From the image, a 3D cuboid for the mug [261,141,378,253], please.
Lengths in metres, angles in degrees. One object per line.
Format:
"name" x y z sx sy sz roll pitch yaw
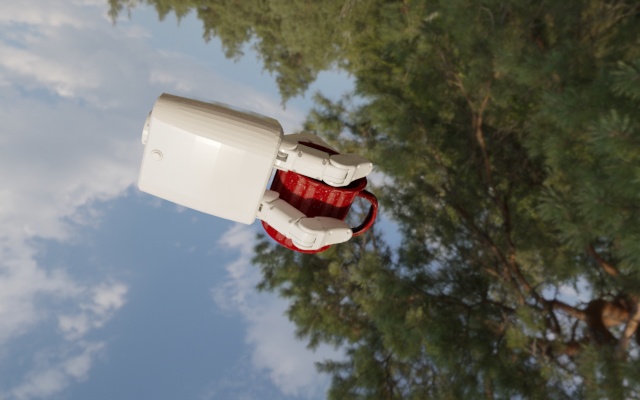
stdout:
"mug" 0.001 0.002 0.483 0.117 0.081 0.093 17 28 -11
